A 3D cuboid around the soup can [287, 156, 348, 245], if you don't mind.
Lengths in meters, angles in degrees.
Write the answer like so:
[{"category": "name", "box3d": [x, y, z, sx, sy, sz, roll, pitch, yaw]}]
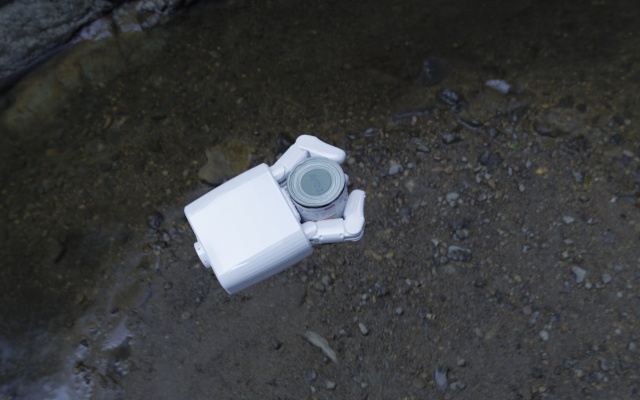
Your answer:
[{"category": "soup can", "box3d": [0.001, 0.002, 0.569, 0.068, 0.068, 0.102, 0, -28, 7]}]
